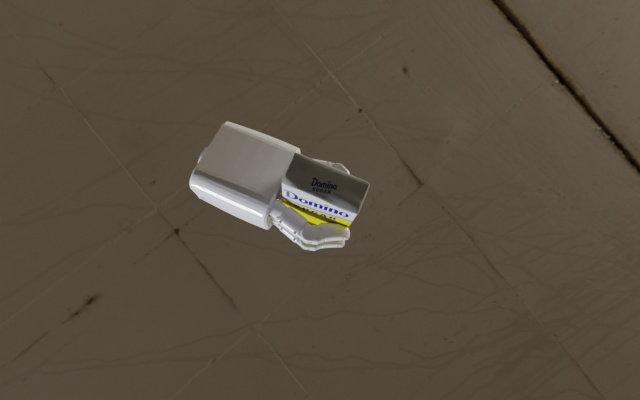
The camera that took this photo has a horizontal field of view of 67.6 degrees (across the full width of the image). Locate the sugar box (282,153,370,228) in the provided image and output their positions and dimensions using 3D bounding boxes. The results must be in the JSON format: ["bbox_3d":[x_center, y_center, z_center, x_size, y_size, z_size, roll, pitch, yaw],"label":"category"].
[{"bbox_3d":[0.000,0.002,0.603,0.093,0.048,0.176,23,-12,3],"label":"sugar box"}]
